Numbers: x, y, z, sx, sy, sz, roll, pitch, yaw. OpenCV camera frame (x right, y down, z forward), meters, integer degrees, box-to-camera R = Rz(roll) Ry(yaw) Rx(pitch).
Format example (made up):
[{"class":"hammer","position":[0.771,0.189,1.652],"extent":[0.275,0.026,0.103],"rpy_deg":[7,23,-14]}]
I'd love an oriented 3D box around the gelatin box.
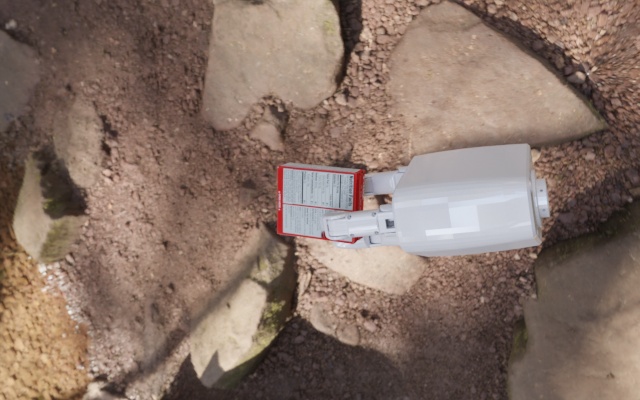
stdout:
[{"class":"gelatin box","position":[0.000,0.002,0.491],"extent":[0.089,0.073,0.030],"rpy_deg":[6,14,20]}]
